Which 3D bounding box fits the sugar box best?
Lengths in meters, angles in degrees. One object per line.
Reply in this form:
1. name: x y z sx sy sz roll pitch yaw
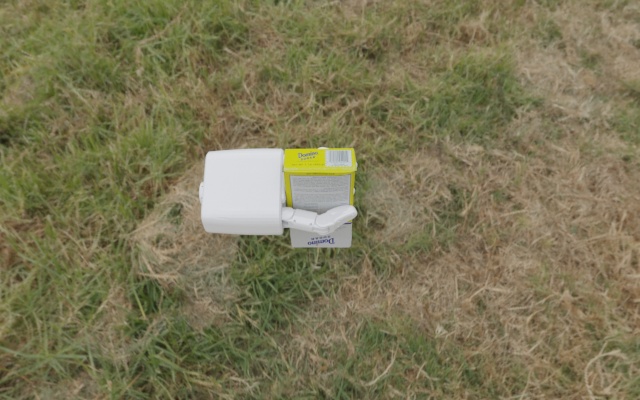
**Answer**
1. sugar box: 0.000 0.002 0.673 0.093 0.048 0.176 0 -36 0
